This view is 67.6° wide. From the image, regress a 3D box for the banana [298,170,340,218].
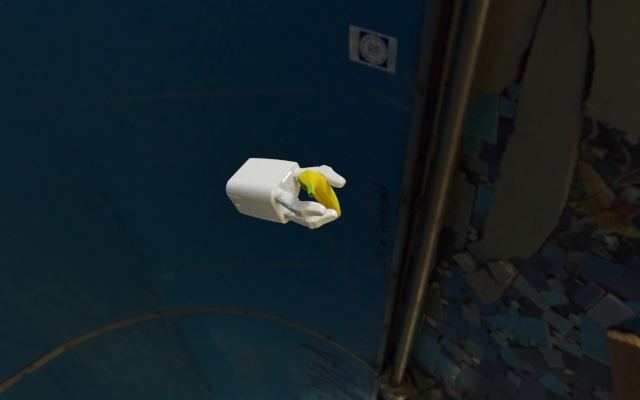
[{"bbox_3d":[-0.004,-0.016,0.884,0.037,0.069,0.198,-15,-16,14],"label":"banana"}]
